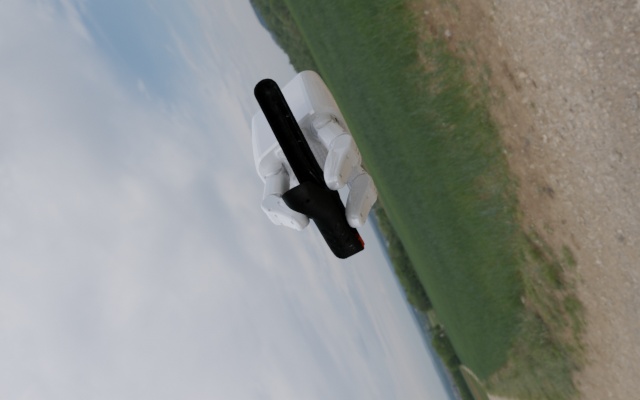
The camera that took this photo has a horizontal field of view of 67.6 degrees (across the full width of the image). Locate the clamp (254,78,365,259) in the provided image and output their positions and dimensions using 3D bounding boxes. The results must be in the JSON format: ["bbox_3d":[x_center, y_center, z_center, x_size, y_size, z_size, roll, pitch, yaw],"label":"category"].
[{"bbox_3d":[0.000,0.002,0.462,0.036,0.210,0.164,-25,40,8],"label":"clamp"}]
